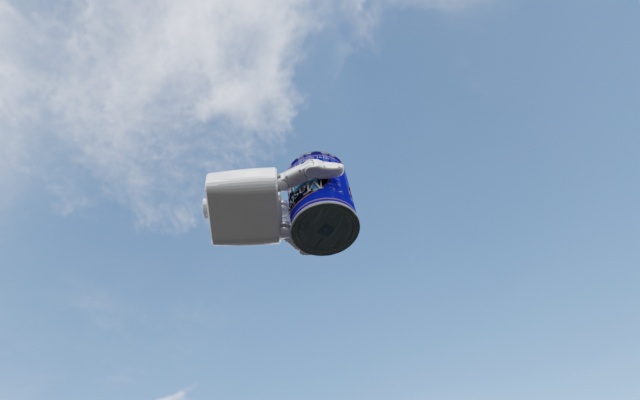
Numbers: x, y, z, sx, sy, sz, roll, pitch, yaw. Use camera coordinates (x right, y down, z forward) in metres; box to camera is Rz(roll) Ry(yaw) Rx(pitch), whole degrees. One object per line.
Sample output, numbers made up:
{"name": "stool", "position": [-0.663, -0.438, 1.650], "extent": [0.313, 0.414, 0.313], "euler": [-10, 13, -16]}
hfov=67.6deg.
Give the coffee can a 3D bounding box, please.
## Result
{"name": "coffee can", "position": [0.000, 0.002, 0.751], "extent": [0.103, 0.103, 0.140], "euler": [0, 37, -8]}
